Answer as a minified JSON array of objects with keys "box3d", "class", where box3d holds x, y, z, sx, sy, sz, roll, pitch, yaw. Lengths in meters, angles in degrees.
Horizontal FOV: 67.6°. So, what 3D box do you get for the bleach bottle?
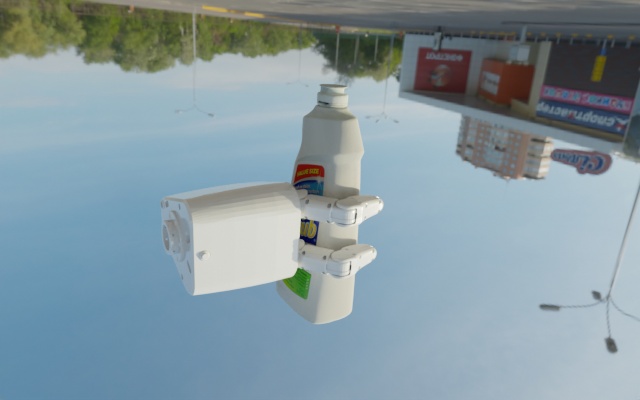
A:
[{"box3d":[0.000,0.002,0.519,0.068,0.251,0.102,-9,23,-31],"class":"bleach bottle"}]
